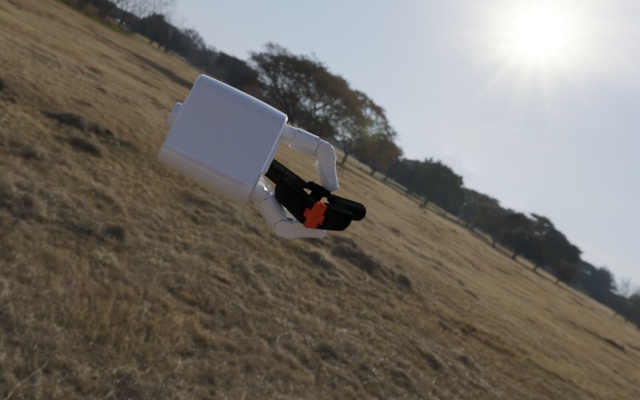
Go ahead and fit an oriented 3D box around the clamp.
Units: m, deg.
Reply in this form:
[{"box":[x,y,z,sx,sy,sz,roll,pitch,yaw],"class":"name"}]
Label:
[{"box":[0.000,0.001,0.577,0.164,0.036,0.210,25,8,-13],"class":"clamp"}]
